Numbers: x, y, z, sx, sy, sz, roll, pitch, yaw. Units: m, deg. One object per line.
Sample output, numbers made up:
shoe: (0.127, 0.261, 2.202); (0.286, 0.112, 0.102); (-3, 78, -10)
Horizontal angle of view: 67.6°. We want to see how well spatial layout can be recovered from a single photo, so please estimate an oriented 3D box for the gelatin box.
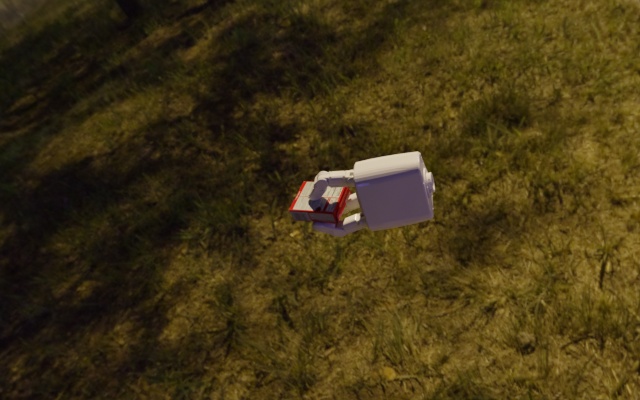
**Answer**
gelatin box: (0.000, 0.002, 0.827); (0.089, 0.073, 0.030); (3, -42, 26)
